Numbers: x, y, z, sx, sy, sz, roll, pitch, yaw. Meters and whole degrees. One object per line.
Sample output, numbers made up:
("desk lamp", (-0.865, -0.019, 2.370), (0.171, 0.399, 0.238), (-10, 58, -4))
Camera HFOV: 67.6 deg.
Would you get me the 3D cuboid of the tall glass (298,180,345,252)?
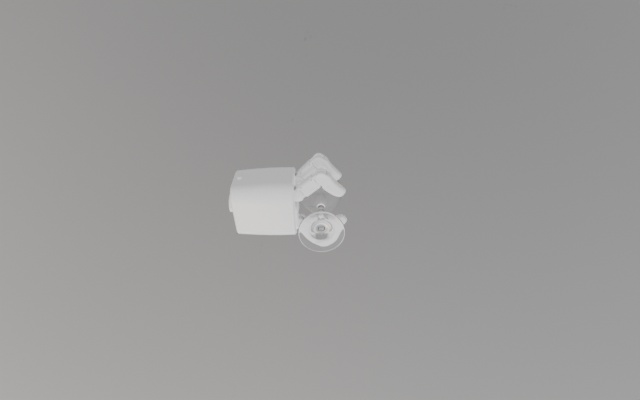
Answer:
("tall glass", (0.000, 0.003, 0.834), (0.079, 0.079, 0.201), (0, 29, -1))
